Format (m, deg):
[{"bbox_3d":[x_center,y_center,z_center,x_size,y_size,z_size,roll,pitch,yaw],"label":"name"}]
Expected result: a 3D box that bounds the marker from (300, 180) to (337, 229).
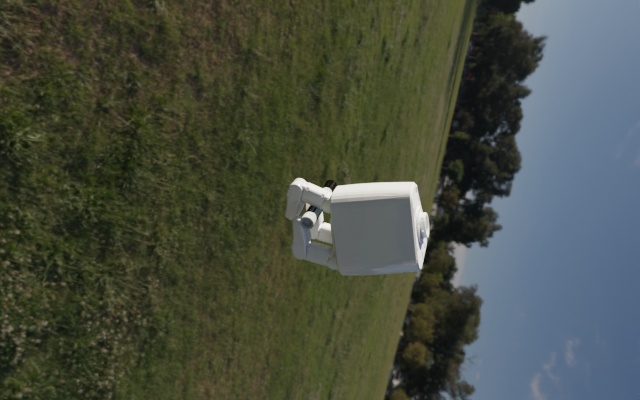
[{"bbox_3d":[0.000,0.002,0.661,0.020,0.020,0.121,0,27,19],"label":"marker"}]
